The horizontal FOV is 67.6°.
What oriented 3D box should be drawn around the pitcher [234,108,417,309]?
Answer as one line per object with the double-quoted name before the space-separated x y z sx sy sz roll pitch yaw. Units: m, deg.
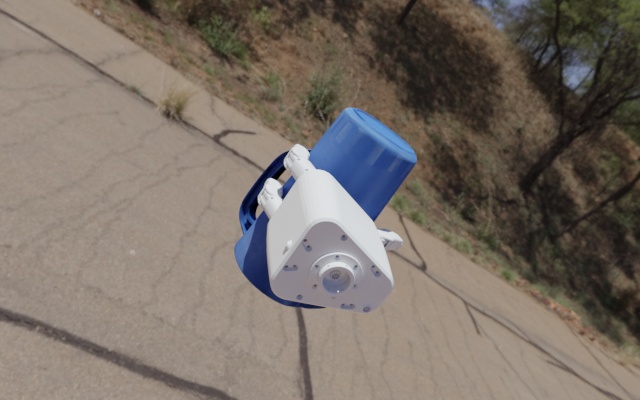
"pitcher" 0.000 0.002 0.608 0.149 0.243 0.145 31 19 -16
